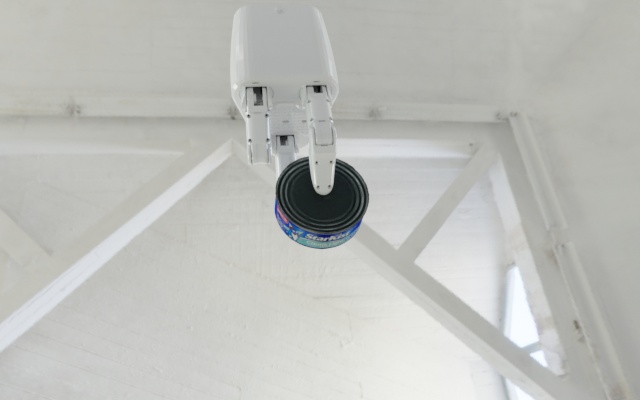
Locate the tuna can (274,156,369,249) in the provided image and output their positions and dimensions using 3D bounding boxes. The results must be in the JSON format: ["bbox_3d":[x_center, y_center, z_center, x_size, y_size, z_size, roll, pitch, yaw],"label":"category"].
[{"bbox_3d":[0.000,0.002,0.444,0.086,0.086,0.034,0,-34,-9],"label":"tuna can"}]
